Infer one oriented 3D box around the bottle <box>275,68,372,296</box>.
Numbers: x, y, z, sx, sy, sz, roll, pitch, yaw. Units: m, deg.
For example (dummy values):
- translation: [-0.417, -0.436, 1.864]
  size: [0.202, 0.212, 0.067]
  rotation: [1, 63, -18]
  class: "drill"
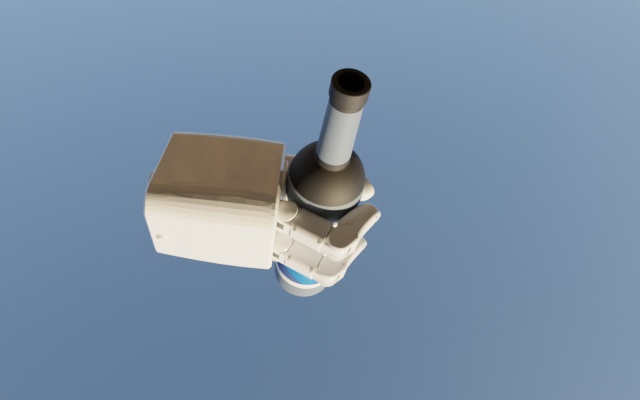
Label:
- translation: [0.000, 0.002, 0.436]
  size: [0.069, 0.069, 0.296]
  rotation: [0, -33, -10]
  class: "bottle"
